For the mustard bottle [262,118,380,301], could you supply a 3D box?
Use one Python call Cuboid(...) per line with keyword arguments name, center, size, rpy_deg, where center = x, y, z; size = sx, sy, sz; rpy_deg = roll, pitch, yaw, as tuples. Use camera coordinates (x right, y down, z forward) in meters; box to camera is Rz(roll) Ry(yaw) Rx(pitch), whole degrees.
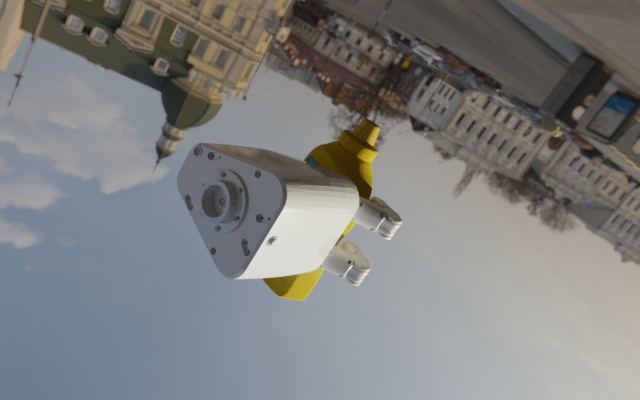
Cuboid(name="mustard bottle", center=(0.000, 0.002, 0.488), size=(0.058, 0.192, 0.096), rpy_deg=(20, 21, -36))
